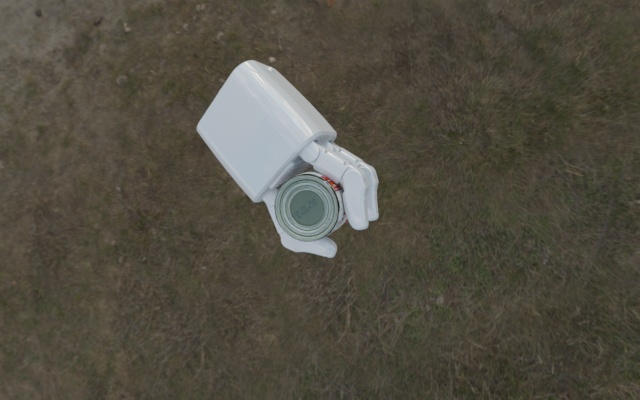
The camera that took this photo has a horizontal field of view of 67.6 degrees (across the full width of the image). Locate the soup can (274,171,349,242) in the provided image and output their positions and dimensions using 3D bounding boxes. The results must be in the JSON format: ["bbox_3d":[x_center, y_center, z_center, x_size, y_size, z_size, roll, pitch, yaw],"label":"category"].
[{"bbox_3d":[0.000,0.002,0.505,0.068,0.068,0.102,0,7,16],"label":"soup can"}]
